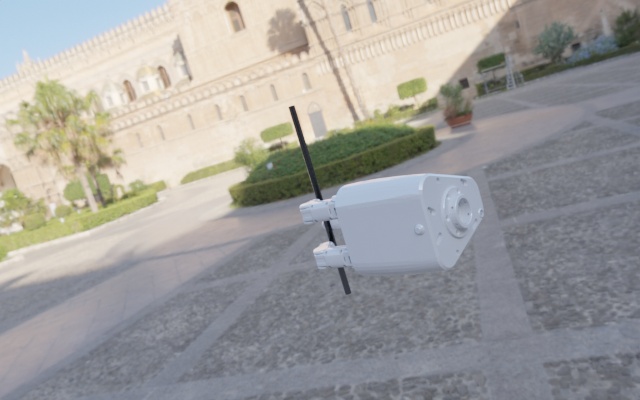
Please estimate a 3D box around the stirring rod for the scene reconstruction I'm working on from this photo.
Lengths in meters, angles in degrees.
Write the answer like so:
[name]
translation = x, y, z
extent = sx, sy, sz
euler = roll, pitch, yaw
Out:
[stirring rod]
translation = 0.000, 0.002, 0.583
extent = 0.011, 0.239, 0.011
euler = -17, 7, 2
